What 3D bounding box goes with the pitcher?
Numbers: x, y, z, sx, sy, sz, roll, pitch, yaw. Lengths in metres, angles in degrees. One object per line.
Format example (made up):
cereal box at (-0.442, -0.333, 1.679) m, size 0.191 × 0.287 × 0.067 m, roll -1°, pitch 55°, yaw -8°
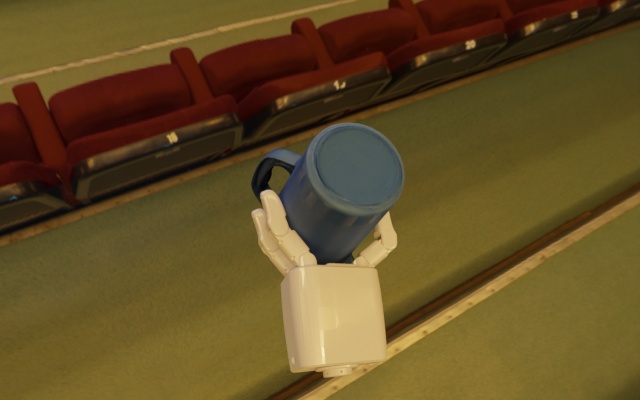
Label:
pitcher at (0.000, 0.002, 0.589) m, size 0.149 × 0.145 × 0.243 m, roll 1°, pitch -22°, yaw -15°
